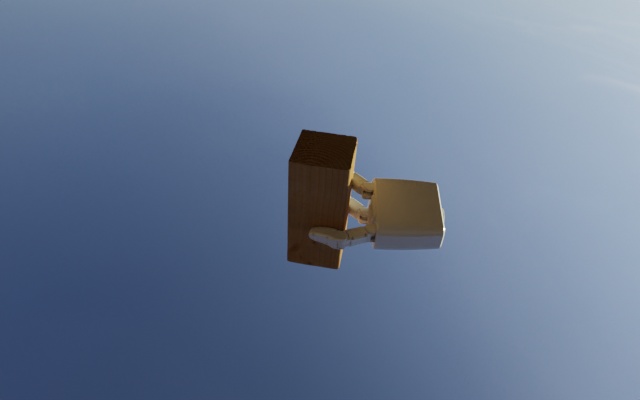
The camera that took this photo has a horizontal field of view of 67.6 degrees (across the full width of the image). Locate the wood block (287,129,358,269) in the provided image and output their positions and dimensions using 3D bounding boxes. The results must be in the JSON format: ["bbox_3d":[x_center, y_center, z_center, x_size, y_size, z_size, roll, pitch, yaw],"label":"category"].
[{"bbox_3d":[0.000,0.003,0.760,0.090,0.206,0.090,9,40,6],"label":"wood block"}]
